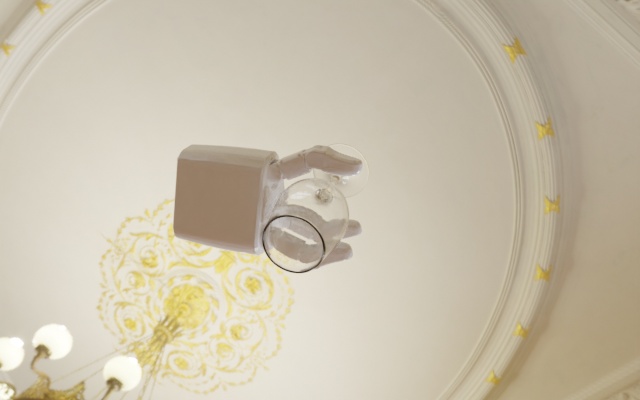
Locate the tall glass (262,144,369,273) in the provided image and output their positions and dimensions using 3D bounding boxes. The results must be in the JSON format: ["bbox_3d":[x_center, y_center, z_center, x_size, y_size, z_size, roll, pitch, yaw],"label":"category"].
[{"bbox_3d":[0.000,0.001,0.528,0.079,0.079,0.201,0,24,16],"label":"tall glass"}]
